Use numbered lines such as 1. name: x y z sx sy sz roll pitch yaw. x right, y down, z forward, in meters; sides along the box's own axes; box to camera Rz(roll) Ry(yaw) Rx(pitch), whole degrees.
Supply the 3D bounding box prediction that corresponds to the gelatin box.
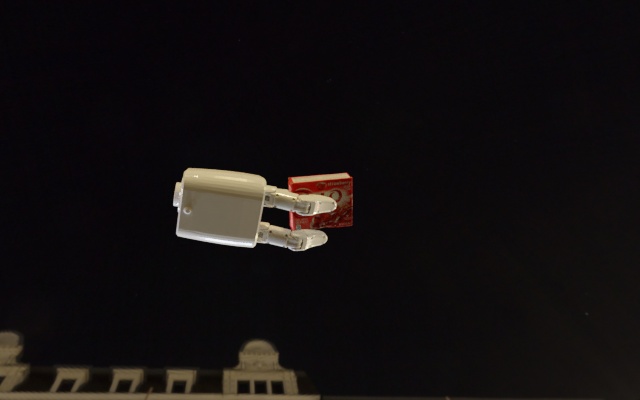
1. gelatin box: 0.000 0.002 0.679 0.089 0.073 0.030 -5 20 -11
